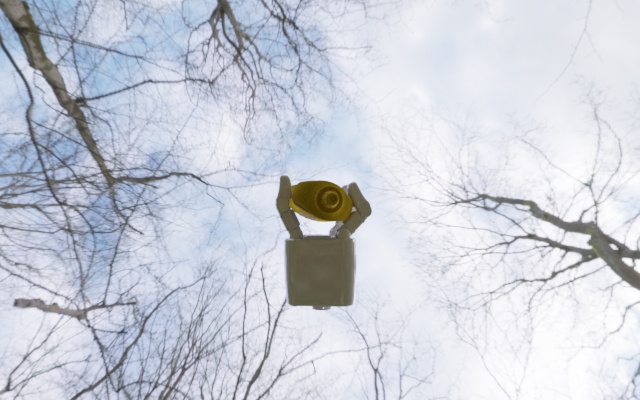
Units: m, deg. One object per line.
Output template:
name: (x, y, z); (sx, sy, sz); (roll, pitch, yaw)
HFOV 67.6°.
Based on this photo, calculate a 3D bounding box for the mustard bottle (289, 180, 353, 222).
mustard bottle: (0.000, 0.002, 0.762); (0.096, 0.058, 0.191); (25, -6, -8)
